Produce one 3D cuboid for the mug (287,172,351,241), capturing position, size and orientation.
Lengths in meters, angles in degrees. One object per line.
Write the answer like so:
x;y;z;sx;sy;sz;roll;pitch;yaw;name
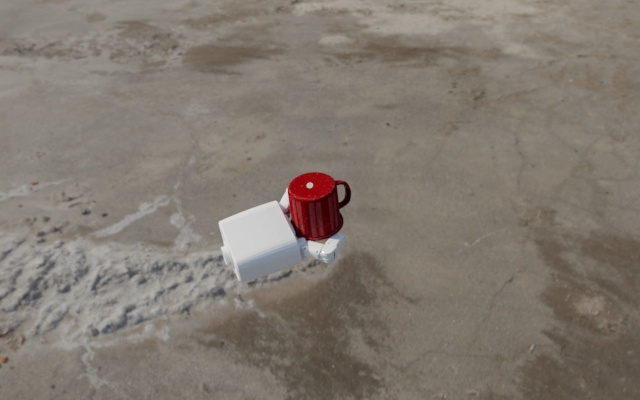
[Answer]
0.001;0.002;0.798;0.117;0.082;0.093;-21;39;-18;mug
